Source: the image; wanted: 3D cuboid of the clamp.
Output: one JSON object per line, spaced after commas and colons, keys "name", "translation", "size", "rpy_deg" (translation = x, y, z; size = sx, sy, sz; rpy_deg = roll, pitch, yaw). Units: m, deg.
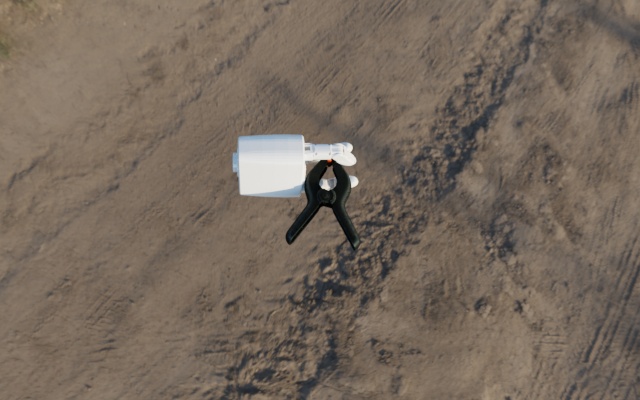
{"name": "clamp", "translation": [0.000, 0.002, 0.793], "size": [0.120, 0.171, 0.039], "rpy_deg": [-1, -22, -6]}
